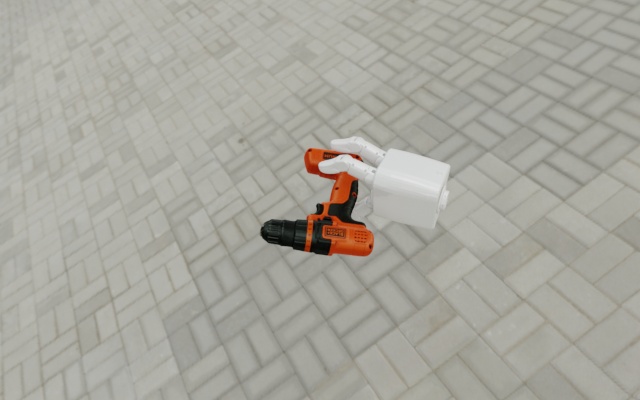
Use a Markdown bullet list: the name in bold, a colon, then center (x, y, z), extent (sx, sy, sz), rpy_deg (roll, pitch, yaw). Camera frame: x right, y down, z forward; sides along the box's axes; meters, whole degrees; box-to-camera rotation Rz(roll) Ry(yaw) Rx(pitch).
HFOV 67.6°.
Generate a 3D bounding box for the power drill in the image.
- **power drill**: center (0.000, 0.002, 0.807), extent (0.184, 0.187, 0.057), rpy_deg (9, -30, -5)
